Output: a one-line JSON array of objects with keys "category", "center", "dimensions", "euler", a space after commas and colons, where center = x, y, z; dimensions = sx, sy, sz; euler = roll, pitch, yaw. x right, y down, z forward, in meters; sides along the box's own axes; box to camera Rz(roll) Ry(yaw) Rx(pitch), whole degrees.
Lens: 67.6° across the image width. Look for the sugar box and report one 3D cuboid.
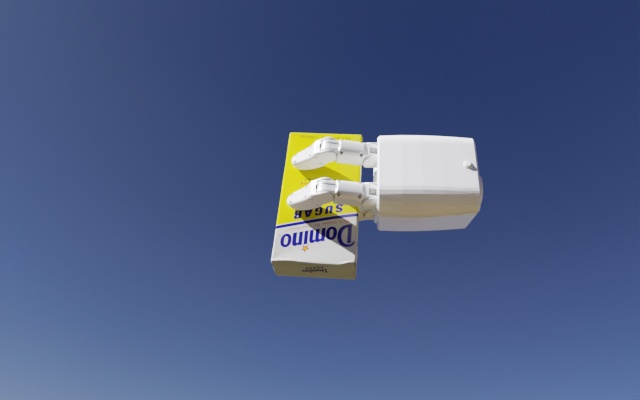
[{"category": "sugar box", "center": [0.000, 0.001, 0.559], "dimensions": [0.093, 0.176, 0.048], "euler": [2, -33, 5]}]
